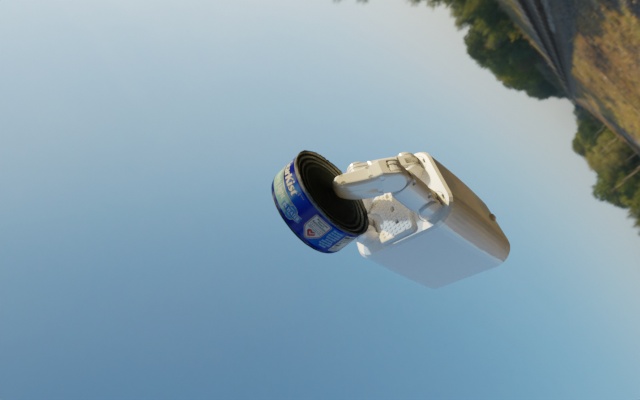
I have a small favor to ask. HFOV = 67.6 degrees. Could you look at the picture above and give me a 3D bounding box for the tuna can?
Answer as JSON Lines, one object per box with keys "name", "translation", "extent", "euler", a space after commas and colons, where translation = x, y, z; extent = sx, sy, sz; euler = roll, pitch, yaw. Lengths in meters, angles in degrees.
{"name": "tuna can", "translation": [0.000, 0.002, 0.402], "extent": [0.034, 0.086, 0.086], "euler": [-39, -19, 25]}
